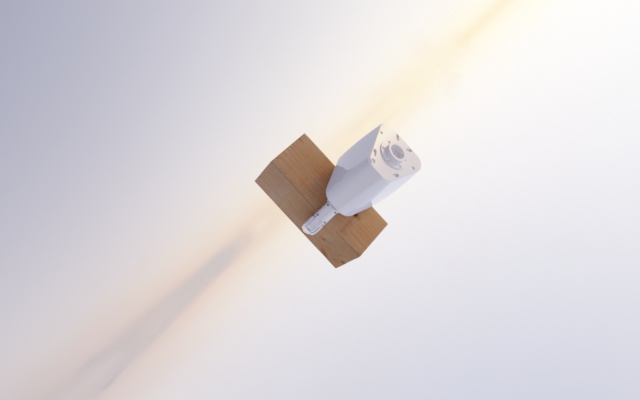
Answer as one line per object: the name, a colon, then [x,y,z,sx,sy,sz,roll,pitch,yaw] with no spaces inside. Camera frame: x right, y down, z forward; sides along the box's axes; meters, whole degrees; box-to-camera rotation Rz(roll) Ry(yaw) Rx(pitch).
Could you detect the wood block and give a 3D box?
wood block: [0.000,0.003,0.804,0.090,0.206,0.090,-44,3,-32]
